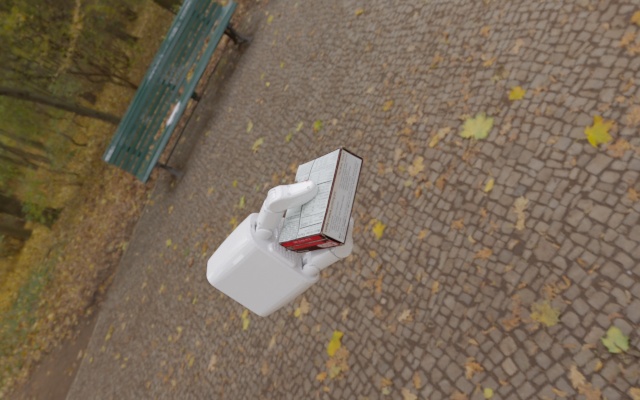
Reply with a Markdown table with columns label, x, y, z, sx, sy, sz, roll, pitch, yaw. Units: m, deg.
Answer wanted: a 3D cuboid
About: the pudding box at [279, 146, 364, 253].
| label | x | y | z | sx | sy | sz | roll | pitch | yaw |
| --- | --- | --- | --- | --- | --- | --- | --- | --- | --- |
| pudding box | 0.000 | 0.002 | 0.562 | 0.039 | 0.113 | 0.090 | 26 | -25 | -31 |
